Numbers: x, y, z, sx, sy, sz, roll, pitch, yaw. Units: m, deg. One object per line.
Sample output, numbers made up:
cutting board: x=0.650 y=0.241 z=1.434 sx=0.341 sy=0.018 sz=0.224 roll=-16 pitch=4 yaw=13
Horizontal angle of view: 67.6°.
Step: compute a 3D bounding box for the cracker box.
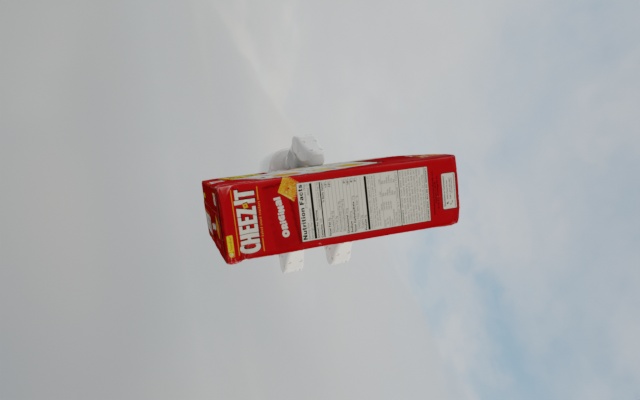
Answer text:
cracker box: x=0.000 y=0.001 z=0.470 sx=0.213 sy=0.072 sz=0.164 roll=-9 pitch=6 yaw=-16
